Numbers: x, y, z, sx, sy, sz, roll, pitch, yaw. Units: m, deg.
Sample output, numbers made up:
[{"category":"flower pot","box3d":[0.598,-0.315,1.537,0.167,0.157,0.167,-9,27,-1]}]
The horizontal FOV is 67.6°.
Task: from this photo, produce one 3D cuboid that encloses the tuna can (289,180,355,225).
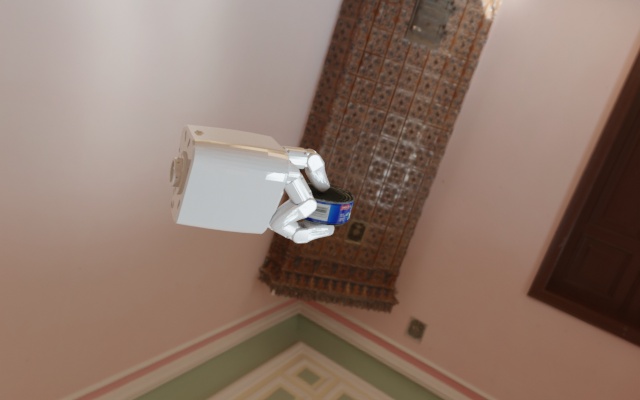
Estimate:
[{"category":"tuna can","box3d":[0.000,0.003,0.635,0.086,0.034,0.086,11,17,-4]}]
